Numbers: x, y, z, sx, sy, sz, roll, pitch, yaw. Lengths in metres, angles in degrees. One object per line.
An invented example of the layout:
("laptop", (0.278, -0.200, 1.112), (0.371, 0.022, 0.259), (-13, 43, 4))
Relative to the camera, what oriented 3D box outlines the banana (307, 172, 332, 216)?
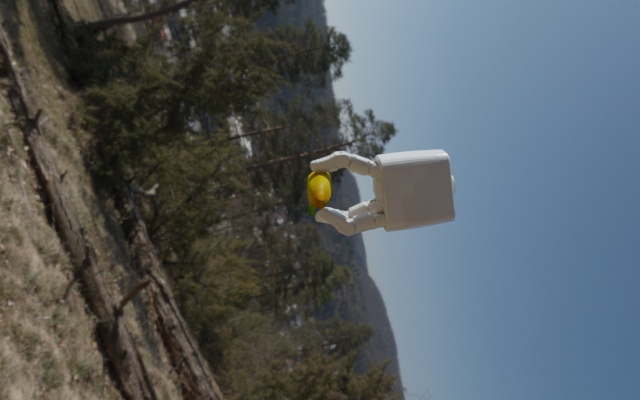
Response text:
("banana", (-0.001, -0.016, 0.751), (0.037, 0.069, 0.198), (-4, -5, -3))
